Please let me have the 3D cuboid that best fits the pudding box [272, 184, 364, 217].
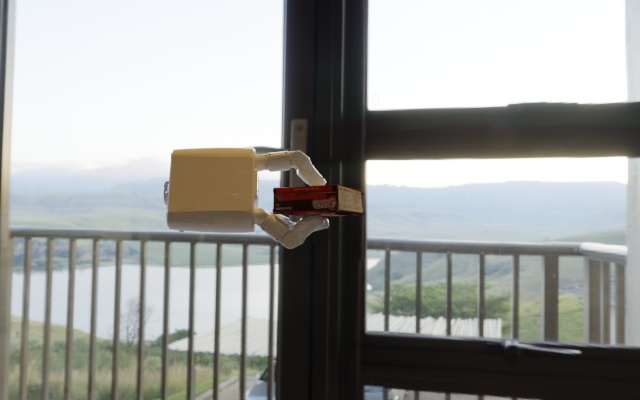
[{"bbox_3d":[0.000,0.002,0.638,0.090,0.039,0.113,-1,-2,22],"label":"pudding box"}]
